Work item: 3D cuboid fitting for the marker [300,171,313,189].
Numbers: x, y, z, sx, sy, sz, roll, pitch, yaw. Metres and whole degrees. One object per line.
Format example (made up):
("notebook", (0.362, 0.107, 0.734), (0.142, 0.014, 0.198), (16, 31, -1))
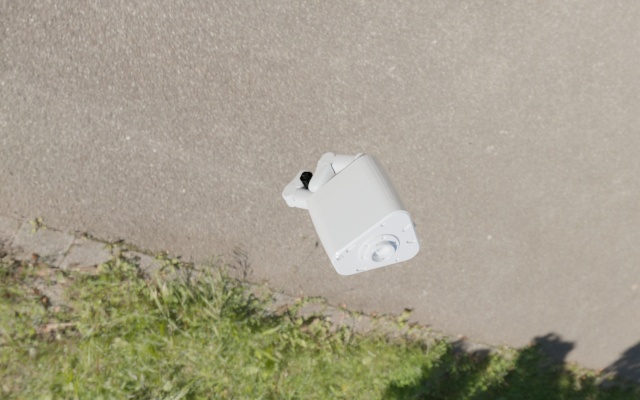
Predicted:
("marker", (0.000, 0.002, 0.676), (0.020, 0.020, 0.121), (0, -39, 27))
